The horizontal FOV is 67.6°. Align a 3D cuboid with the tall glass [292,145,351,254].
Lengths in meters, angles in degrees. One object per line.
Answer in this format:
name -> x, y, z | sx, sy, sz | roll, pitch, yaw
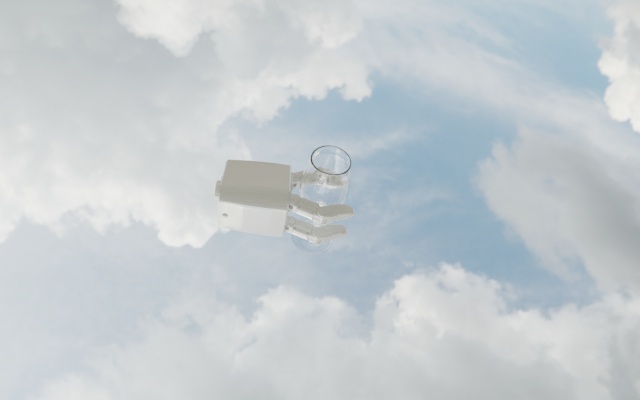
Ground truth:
tall glass -> 0.000, 0.003, 0.782 | 0.079, 0.079, 0.201 | 0, -39, -12
